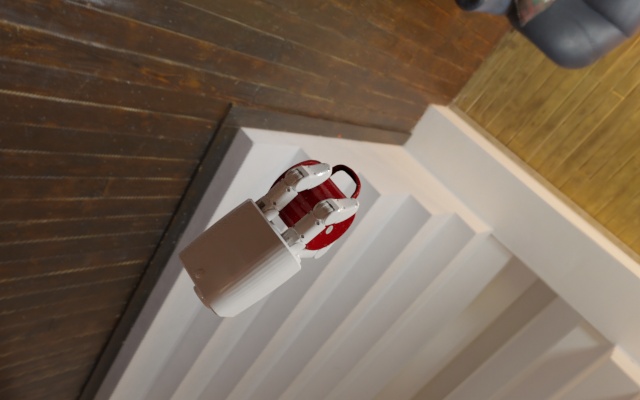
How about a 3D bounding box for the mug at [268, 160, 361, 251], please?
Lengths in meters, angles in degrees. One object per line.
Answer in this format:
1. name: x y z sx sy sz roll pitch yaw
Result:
1. mug: 0.001 0.001 0.608 0.117 0.081 0.093 -37 -27 -7
